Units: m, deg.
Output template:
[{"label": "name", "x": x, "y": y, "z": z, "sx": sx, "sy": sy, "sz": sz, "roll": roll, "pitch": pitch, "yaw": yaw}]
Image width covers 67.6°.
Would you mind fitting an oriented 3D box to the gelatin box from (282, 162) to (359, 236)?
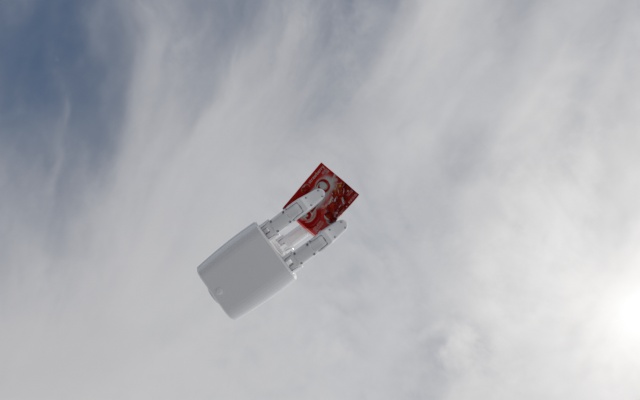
[{"label": "gelatin box", "x": 0.000, "y": 0.002, "z": 0.693, "sx": 0.073, "sy": 0.089, "sz": 0.030, "roll": 40, "pitch": -8, "yaw": 2}]
